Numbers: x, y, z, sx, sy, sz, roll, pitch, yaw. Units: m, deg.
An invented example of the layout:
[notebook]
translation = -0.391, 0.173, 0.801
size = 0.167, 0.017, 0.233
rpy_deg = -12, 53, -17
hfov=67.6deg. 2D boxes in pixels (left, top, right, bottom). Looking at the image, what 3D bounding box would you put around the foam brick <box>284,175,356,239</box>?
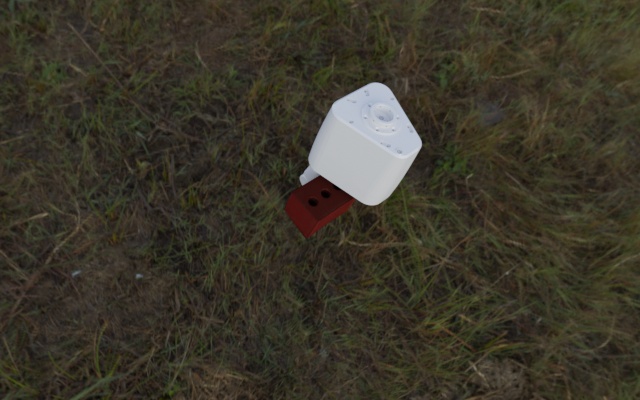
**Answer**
[foam brick]
translation = 0.000, 0.002, 0.631
size = 0.078, 0.053, 0.051
rpy_deg = -33, -13, -30
